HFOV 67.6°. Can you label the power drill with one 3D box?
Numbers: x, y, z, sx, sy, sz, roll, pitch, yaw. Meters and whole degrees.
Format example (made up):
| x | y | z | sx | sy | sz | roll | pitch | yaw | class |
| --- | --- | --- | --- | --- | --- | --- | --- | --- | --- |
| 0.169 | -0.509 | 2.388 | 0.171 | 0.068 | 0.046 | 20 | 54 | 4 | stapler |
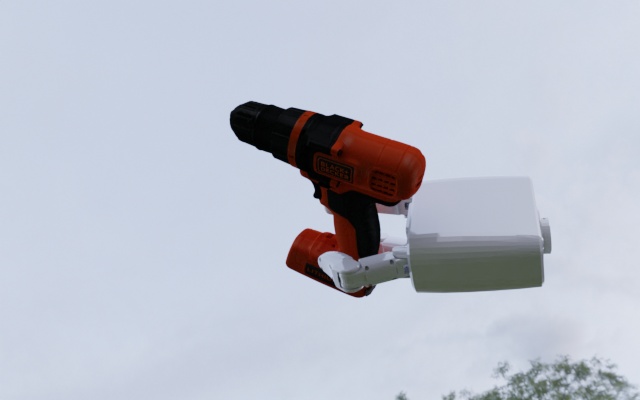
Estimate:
| x | y | z | sx | sy | sz | roll | pitch | yaw | class |
| --- | --- | --- | --- | --- | --- | --- | --- | --- | --- |
| 0.000 | 0.002 | 0.459 | 0.184 | 0.188 | 0.057 | 22 | 49 | 21 | power drill |
